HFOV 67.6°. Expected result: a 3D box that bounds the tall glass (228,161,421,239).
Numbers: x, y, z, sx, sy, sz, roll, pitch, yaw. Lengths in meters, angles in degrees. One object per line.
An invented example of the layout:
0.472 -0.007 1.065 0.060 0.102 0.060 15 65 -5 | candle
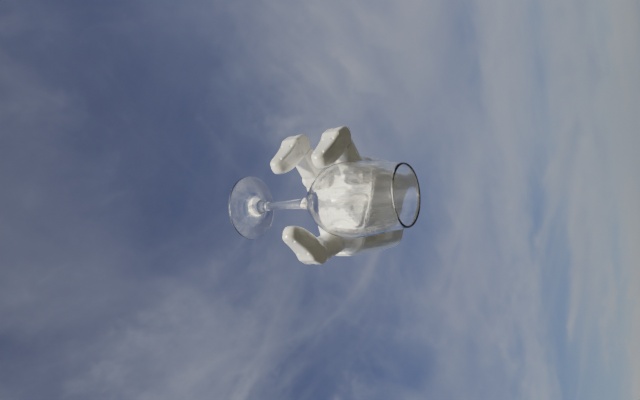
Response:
-0.001 0.002 0.502 0.201 0.079 0.079 -5 -3 36 | tall glass
